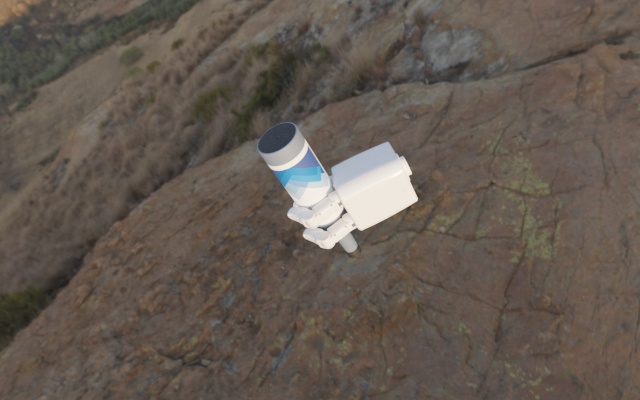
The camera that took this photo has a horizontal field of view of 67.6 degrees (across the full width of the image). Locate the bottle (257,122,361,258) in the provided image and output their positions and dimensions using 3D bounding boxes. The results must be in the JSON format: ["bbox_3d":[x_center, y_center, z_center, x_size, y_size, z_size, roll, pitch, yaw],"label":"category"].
[{"bbox_3d":[0.000,0.002,0.780,0.069,0.069,0.296,0,-39,33],"label":"bottle"}]
